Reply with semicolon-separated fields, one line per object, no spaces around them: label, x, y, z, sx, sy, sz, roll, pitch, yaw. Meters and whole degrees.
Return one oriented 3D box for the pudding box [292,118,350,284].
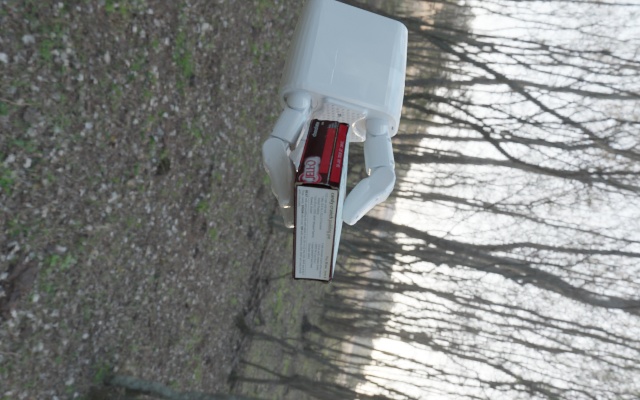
pudding box;0.000;0.001;0.409;0.039;0.114;0.090;6;41;6
